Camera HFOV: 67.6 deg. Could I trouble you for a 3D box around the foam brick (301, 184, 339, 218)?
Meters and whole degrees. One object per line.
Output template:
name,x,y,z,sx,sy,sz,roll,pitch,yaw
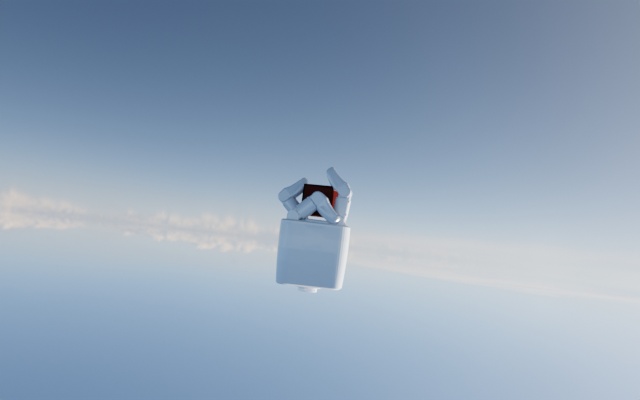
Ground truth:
foam brick,0.000,0.003,0.830,0.053,0.051,0.078,6,-5,12
